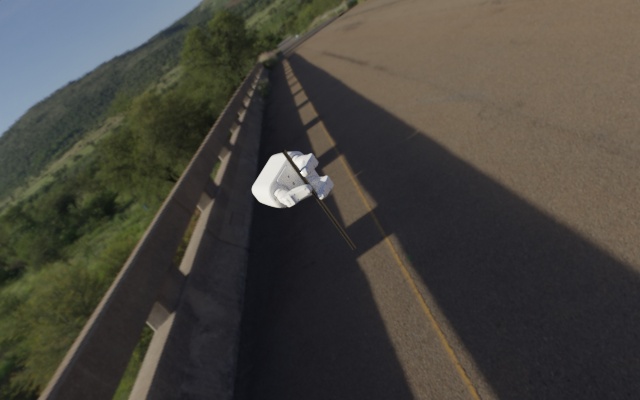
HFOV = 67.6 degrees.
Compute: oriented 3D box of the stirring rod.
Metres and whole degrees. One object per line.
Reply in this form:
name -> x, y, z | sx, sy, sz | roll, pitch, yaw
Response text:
stirring rod -> 0.000, 0.003, 0.893 | 0.011, 0.240, 0.011 | -31, 21, 13
